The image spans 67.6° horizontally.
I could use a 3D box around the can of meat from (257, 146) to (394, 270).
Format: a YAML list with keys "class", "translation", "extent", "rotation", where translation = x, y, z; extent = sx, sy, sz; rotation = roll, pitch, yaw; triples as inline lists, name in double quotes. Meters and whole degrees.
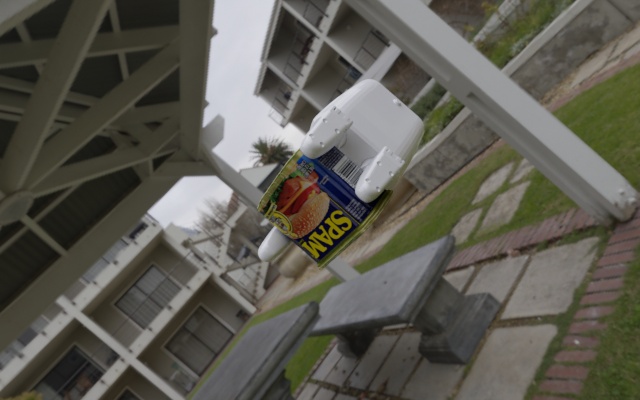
- class: "can of meat"
  translation: [0.000, 0.001, 0.423]
  extent: [0.057, 0.084, 0.102]
  rotation: [-49, 1, -43]
